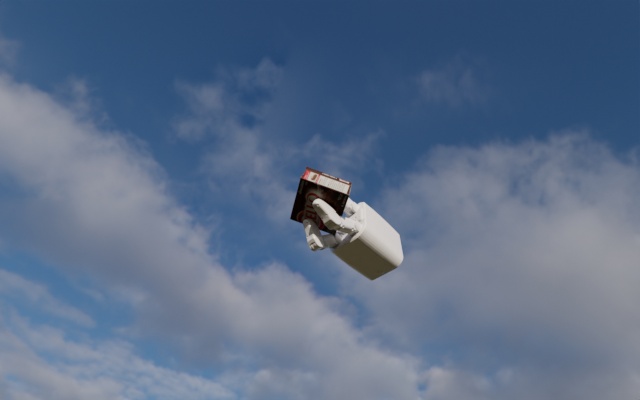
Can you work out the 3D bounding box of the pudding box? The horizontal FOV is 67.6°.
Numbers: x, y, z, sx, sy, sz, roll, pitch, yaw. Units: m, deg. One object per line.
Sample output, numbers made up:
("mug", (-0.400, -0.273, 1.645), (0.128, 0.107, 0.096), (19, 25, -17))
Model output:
("pudding box", (0.000, 0.003, 0.858), (0.090, 0.114, 0.039), (19, 43, 2))
